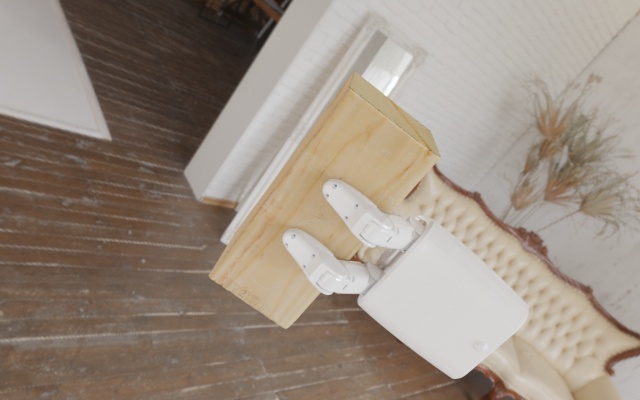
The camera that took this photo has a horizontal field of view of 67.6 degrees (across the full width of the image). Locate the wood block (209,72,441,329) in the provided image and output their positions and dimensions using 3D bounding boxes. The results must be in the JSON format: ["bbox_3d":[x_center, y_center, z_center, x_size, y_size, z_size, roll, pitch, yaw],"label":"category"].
[{"bbox_3d":[0.001,0.001,0.427,0.090,0.206,0.090,36,22,-7],"label":"wood block"}]
